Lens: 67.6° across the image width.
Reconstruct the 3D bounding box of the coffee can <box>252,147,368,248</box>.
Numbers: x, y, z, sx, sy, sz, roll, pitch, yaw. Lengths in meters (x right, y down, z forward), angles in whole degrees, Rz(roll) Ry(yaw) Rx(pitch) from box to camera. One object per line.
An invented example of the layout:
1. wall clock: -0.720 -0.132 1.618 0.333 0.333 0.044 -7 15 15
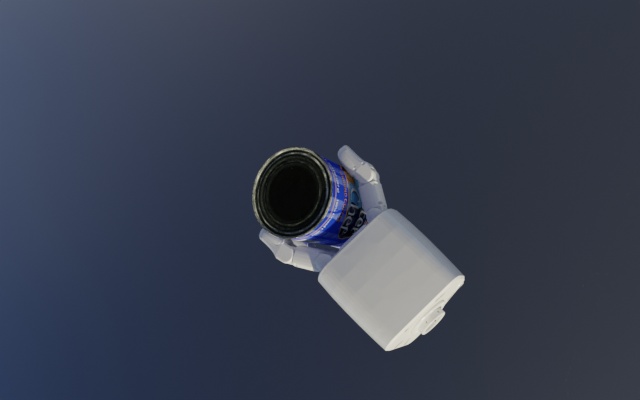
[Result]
1. coffee can: 0.000 0.002 0.577 0.103 0.103 0.140 0 -9 29
